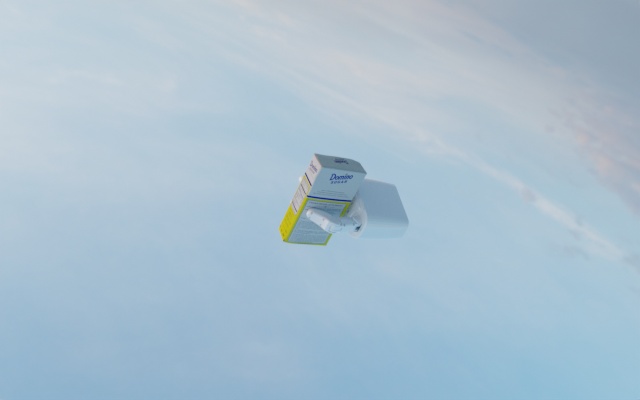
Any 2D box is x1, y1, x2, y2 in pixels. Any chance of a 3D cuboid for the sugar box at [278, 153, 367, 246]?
[{"bbox_3d":[0.000,0.002,0.843,0.093,0.176,0.048,7,36,-31],"label":"sugar box"}]
